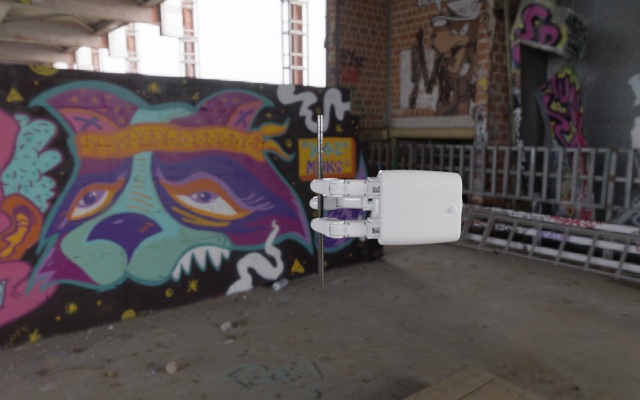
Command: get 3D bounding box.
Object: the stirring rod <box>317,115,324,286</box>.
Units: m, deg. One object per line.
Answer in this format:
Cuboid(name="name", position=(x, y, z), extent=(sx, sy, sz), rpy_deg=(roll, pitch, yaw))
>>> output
Cuboid(name="stirring rod", position=(0.000, 0.002, 0.672), extent=(0.011, 0.239, 0.011), rpy_deg=(0, 8, 0))
